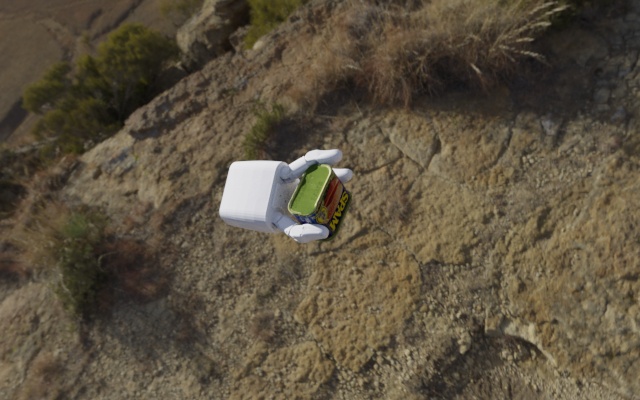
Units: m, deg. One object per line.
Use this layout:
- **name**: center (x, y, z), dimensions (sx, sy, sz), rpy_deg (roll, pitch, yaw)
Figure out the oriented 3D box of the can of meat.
- **can of meat**: center (0.000, 0.002, 0.771), dimensions (0.057, 0.102, 0.084), rpy_deg (9, -27, 32)
